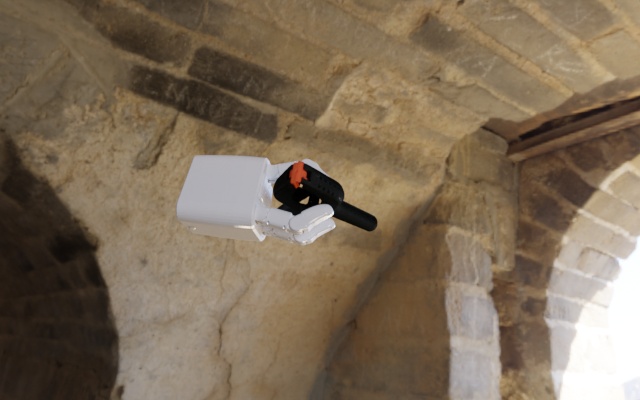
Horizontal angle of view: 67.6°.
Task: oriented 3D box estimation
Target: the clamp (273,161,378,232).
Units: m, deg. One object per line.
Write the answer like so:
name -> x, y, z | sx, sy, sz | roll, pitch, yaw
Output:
clamp -> 0.000, 0.001, 0.659 | 0.164, 0.036, 0.210 | 5, -19, 5
